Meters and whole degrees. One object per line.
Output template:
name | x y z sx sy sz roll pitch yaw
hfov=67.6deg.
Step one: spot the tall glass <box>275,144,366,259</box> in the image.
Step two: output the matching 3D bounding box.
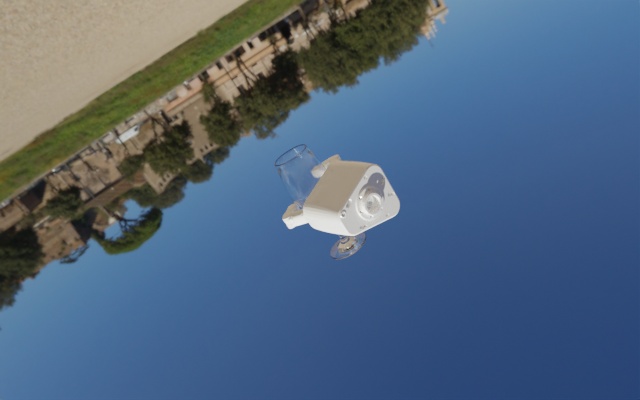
tall glass | 0.000 0.003 0.822 0.079 0.201 0.079 -28 21 12
